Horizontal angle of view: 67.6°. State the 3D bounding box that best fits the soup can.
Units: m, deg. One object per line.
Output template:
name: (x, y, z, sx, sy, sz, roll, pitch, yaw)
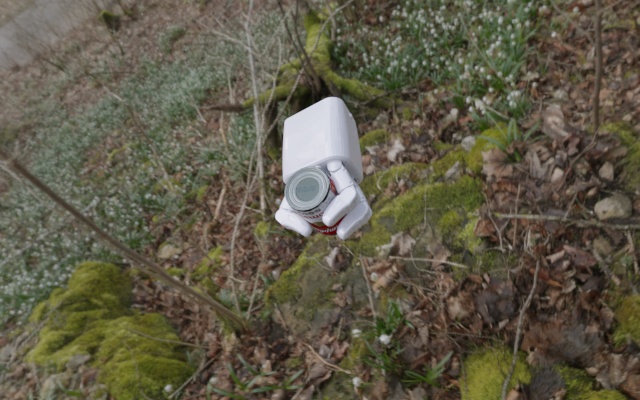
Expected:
soup can: (0.000, 0.003, 0.678, 0.068, 0.068, 0.102, 0, -22, 24)
